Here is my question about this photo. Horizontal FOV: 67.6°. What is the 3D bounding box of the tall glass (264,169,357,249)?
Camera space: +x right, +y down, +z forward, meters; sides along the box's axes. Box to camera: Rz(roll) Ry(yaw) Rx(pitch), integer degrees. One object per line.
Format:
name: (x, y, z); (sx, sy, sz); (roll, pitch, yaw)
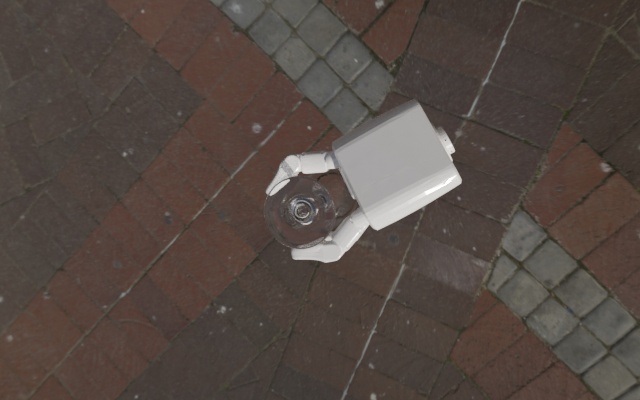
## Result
tall glass: (0.000, 0.002, 0.574); (0.079, 0.079, 0.201); (0, 6, 12)
